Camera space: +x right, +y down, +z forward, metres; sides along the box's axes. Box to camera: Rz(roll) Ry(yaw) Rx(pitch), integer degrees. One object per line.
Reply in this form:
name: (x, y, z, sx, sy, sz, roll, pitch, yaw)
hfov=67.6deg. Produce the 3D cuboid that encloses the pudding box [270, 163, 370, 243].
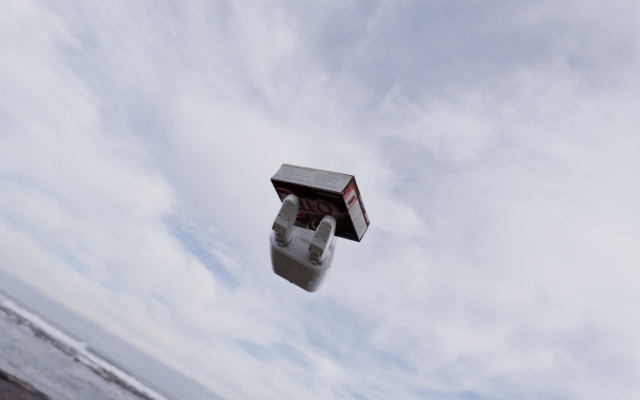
pudding box: (0.000, 0.002, 0.615, 0.113, 0.039, 0.090, 10, -38, 32)
